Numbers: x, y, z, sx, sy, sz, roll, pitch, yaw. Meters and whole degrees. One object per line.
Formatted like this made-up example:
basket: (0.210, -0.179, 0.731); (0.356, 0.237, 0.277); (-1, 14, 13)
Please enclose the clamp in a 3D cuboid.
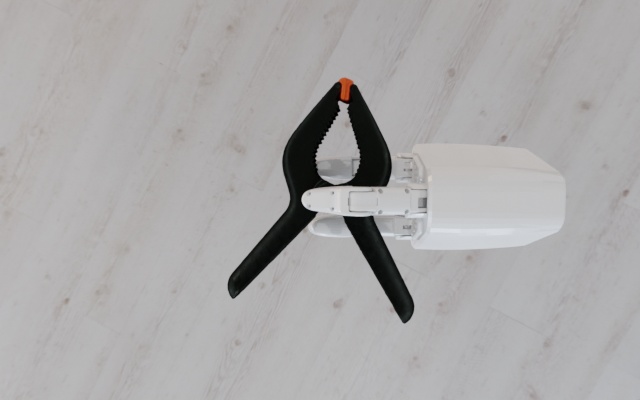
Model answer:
clamp: (0.000, 0.001, 0.416); (0.164, 0.210, 0.036); (0, 3, 3)
